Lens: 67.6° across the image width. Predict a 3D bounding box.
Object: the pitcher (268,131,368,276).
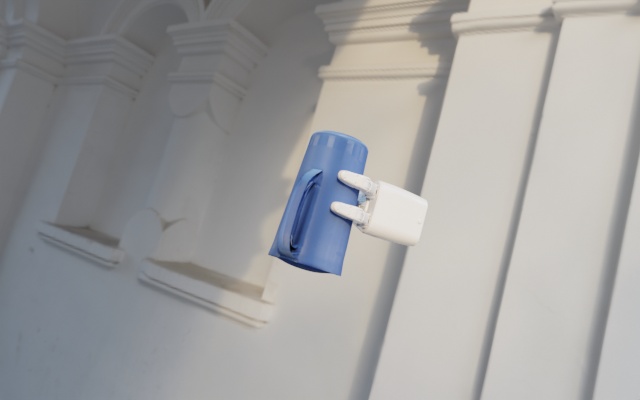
[{"bbox_3d":[0.000,0.003,0.839,0.145,0.243,0.149,19,-8,-18],"label":"pitcher"}]
